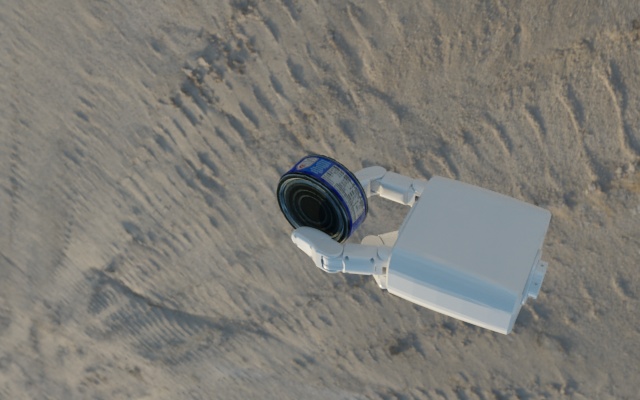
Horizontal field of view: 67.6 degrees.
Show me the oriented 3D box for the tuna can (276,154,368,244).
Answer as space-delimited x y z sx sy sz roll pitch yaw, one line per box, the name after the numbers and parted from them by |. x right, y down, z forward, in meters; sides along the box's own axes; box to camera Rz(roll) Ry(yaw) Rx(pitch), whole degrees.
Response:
0.000 0.002 0.451 0.086 0.086 0.033 0 34 43 | tuna can
